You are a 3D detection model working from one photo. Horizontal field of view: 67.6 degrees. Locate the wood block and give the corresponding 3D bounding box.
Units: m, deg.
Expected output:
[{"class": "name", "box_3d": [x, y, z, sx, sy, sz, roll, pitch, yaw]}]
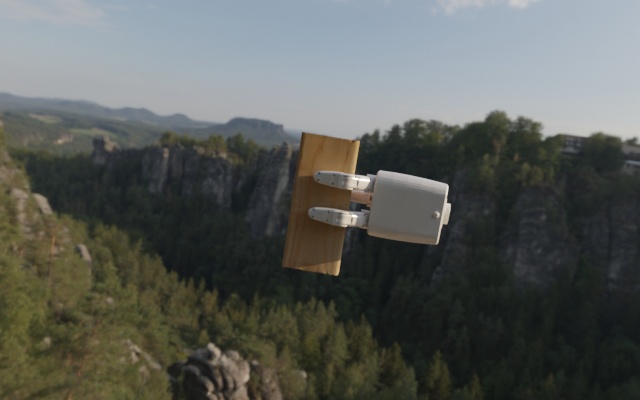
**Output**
[{"class": "wood block", "box_3d": [0.001, 0.002, 0.757, 0.090, 0.206, 0.091, 9, 6, 1]}]
